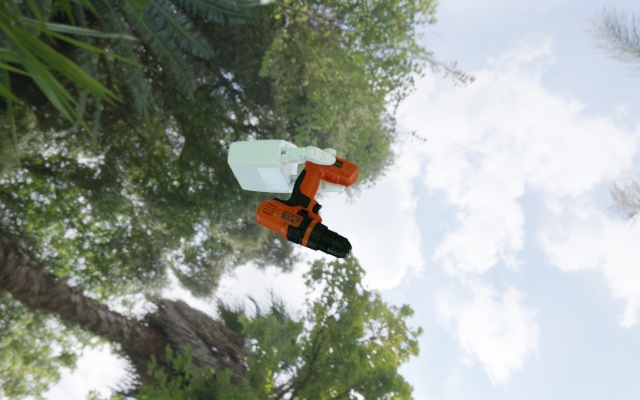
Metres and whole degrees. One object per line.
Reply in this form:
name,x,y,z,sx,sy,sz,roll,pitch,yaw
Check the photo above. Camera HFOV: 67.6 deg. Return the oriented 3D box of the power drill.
power drill,0.000,0.002,0.875,0.184,0.187,0.057,24,-33,11
